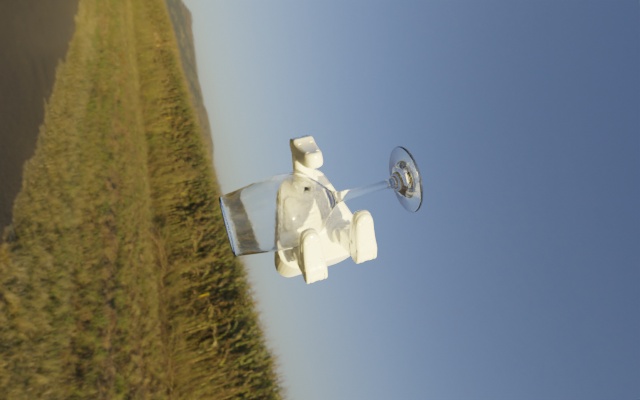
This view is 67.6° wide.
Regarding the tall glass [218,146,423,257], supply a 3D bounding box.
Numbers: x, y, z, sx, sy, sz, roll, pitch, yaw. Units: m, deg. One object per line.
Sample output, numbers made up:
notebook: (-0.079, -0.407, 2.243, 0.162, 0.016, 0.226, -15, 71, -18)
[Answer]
tall glass: (0.001, 0.001, 0.498, 0.201, 0.079, 0.079, -15, 4, -14)
